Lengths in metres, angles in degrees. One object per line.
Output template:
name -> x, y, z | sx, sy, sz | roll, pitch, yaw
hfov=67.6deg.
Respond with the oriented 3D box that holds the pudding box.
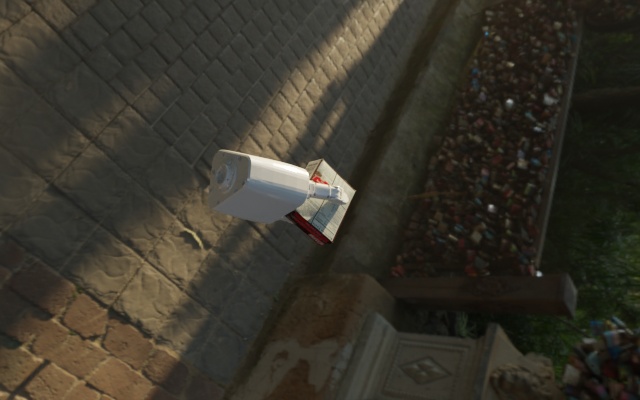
pudding box -> 0.000, 0.002, 0.774 | 0.090, 0.113, 0.039 | 43, -32, -26
